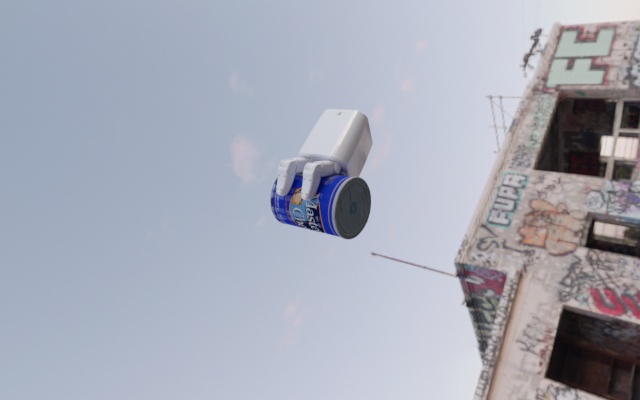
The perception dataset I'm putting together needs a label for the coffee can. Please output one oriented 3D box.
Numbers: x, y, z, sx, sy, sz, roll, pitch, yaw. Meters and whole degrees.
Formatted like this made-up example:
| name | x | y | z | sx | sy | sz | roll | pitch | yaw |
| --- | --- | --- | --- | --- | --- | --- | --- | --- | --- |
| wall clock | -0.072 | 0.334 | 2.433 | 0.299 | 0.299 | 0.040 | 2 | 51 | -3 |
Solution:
| name | x | y | z | sx | sy | sz | roll | pitch | yaw |
| --- | --- | --- | --- | --- | --- | --- | --- | --- | --- |
| coffee can | 0.000 | 0.003 | 0.812 | 0.140 | 0.103 | 0.103 | 11 | 7 | 37 |
